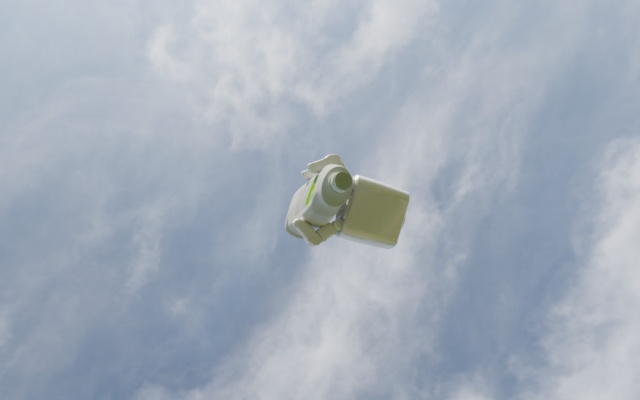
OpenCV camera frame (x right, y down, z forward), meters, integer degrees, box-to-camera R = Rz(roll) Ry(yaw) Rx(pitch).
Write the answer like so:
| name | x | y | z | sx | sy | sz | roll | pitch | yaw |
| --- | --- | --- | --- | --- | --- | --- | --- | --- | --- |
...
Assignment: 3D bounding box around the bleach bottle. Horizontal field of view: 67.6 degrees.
| name | x | y | z | sx | sy | sz | roll | pitch | yaw |
| --- | --- | --- | --- | --- | --- | --- | --- | --- | --- |
| bleach bottle | 0.000 | 0.003 | 0.832 | 0.068 | 0.102 | 0.251 | 17 | -15 | -11 |
